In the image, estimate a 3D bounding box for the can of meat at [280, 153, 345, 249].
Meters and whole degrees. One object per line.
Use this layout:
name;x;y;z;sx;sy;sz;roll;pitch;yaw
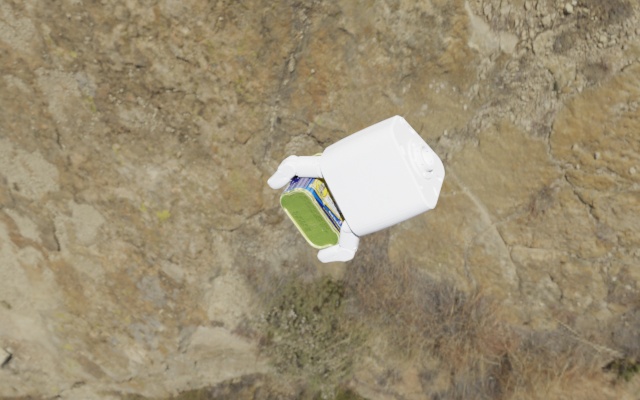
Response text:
can of meat;0.000;0.002;0.643;0.057;0.102;0.084;-20;26;36
